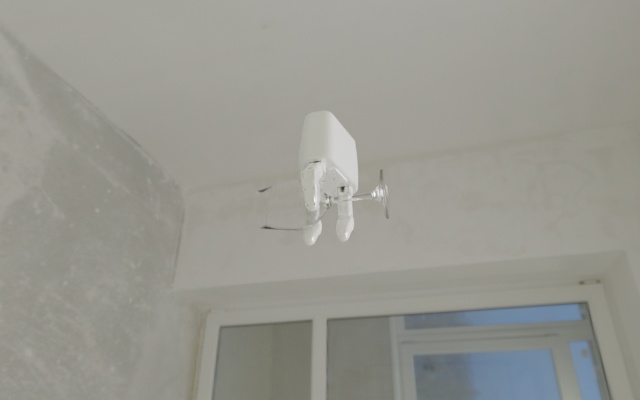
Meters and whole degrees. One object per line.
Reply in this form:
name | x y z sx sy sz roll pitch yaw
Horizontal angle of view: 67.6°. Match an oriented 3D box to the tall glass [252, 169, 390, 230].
tall glass | 0.001 0.002 0.729 0.201 0.079 0.079 -8 -2 14
